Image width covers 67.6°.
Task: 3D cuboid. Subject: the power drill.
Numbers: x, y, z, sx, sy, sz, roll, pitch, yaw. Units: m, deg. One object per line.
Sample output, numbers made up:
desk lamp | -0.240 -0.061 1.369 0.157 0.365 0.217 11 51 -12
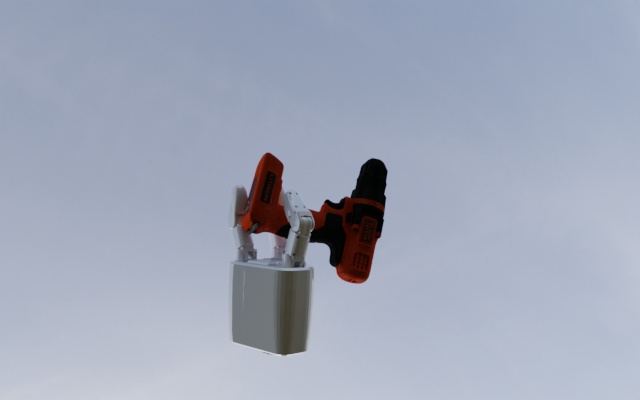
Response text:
power drill | 0.000 0.002 0.645 0.187 0.184 0.057 19 -24 -14
